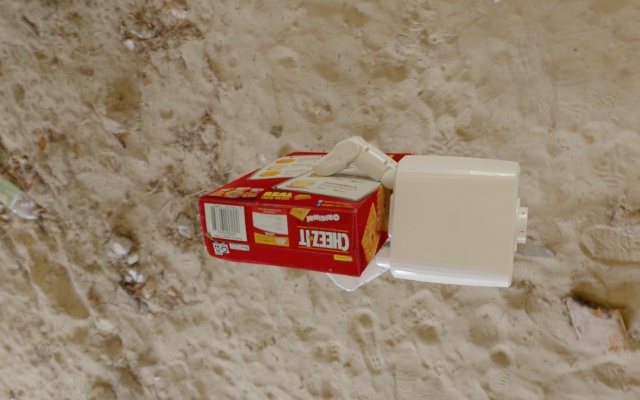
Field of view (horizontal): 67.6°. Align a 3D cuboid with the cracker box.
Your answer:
[{"bbox_3d":[0.000,0.002,0.522,0.164,0.072,0.213,4,19,23],"label":"cracker box"}]
